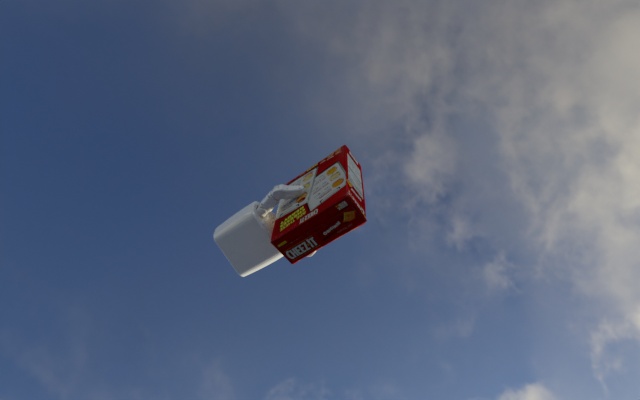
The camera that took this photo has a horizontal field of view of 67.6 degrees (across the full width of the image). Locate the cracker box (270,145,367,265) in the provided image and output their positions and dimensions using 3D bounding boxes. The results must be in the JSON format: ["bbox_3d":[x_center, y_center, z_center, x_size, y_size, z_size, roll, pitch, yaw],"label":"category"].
[{"bbox_3d":[0.000,0.003,0.898,0.164,0.072,0.213,-32,24,18],"label":"cracker box"}]
